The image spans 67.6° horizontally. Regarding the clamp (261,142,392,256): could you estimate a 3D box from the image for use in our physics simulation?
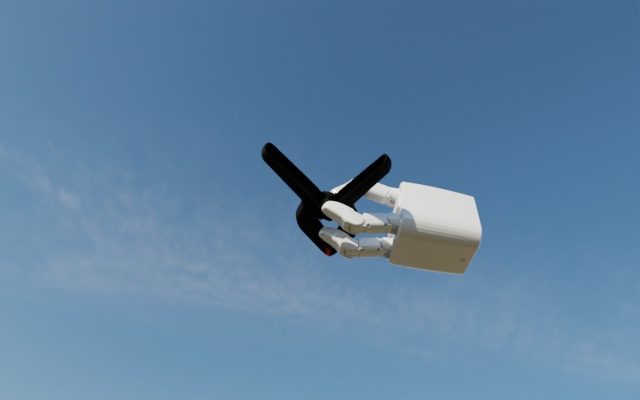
[{"bbox_3d":[0.000,0.002,0.662,0.164,0.036,0.210,12,-41,5],"label":"clamp"}]
